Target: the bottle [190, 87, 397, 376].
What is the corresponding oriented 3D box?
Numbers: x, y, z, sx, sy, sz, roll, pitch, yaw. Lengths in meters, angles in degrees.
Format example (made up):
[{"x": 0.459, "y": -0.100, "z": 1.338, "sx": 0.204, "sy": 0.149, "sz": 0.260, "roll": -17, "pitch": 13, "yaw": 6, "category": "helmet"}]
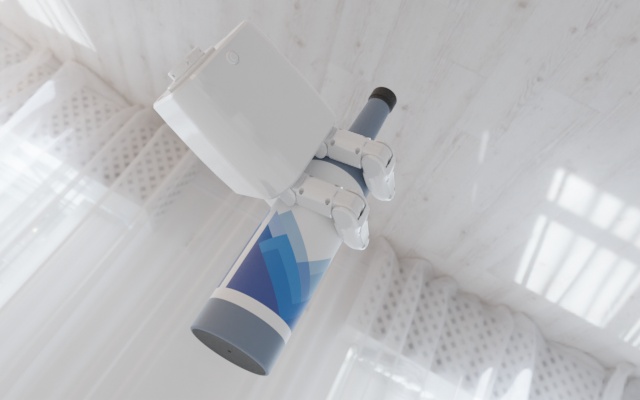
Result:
[{"x": 0.000, "y": 0.002, "z": 0.418, "sx": 0.069, "sy": 0.295, "sz": 0.069, "roll": 23, "pitch": -31, "yaw": 15, "category": "bottle"}]
